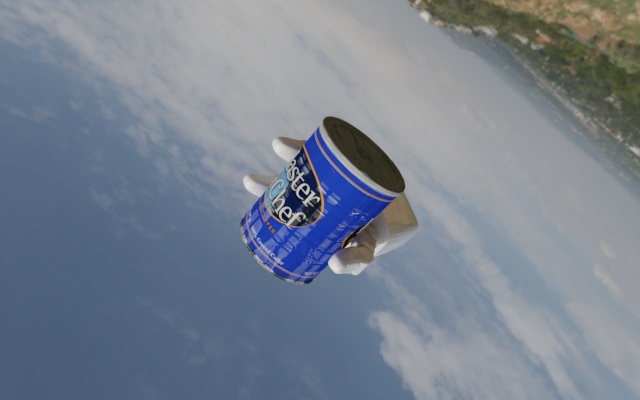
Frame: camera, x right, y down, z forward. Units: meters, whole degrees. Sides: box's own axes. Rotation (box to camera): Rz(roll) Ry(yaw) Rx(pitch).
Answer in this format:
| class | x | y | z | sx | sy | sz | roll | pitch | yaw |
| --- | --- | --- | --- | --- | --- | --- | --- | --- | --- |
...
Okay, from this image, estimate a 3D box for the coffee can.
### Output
| class | x | y | z | sx | sy | sz | roll | pitch | yaw |
| --- | --- | --- | --- | --- | --- | --- | --- | --- | --- |
| coffee can | 0.000 | 0.002 | 0.481 | 0.140 | 0.102 | 0.103 | -47 | -24 | 24 |
